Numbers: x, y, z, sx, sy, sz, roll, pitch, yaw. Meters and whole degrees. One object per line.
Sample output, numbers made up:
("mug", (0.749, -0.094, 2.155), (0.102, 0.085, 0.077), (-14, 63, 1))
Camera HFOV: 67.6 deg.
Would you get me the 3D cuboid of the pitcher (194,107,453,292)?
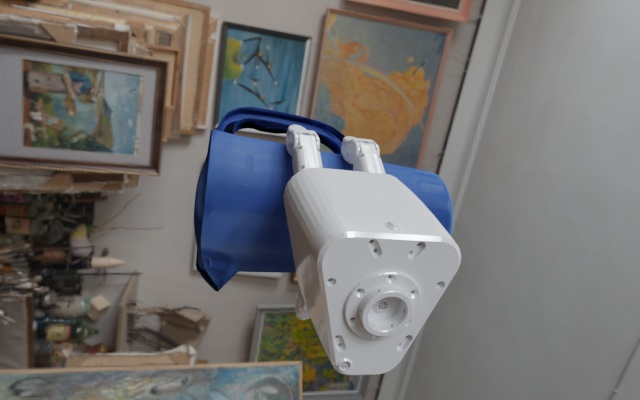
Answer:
("pitcher", (0.000, 0.002, 0.478), (0.243, 0.149, 0.145), (6, 19, -15))
